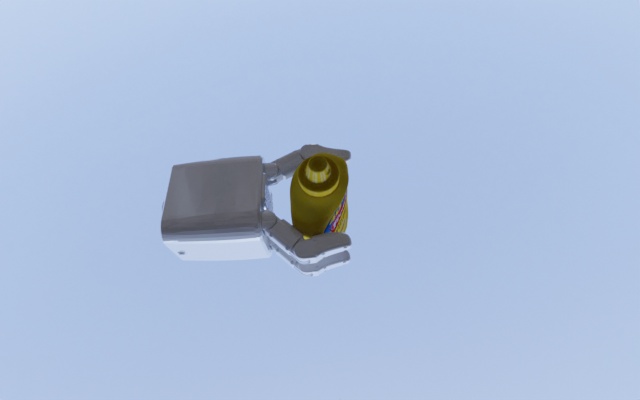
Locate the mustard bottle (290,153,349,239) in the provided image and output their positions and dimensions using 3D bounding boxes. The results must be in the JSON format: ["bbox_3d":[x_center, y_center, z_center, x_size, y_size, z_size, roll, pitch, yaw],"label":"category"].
[{"bbox_3d":[0.000,0.002,0.532,0.058,0.096,0.192,19,-20,10],"label":"mustard bottle"}]
